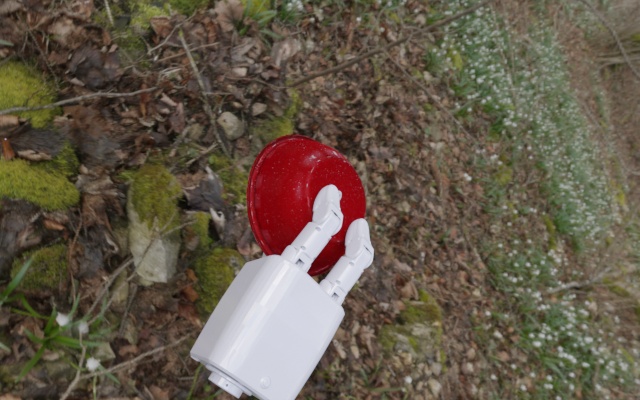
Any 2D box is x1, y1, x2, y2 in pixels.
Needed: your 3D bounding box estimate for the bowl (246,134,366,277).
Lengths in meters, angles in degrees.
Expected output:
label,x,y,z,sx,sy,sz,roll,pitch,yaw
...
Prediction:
label,x,y,z,sx,sy,sz,roll,pitch,yaw
bowl,0.001,0.000,0.521,0.055,0.162,0.162,-11,-8,44
